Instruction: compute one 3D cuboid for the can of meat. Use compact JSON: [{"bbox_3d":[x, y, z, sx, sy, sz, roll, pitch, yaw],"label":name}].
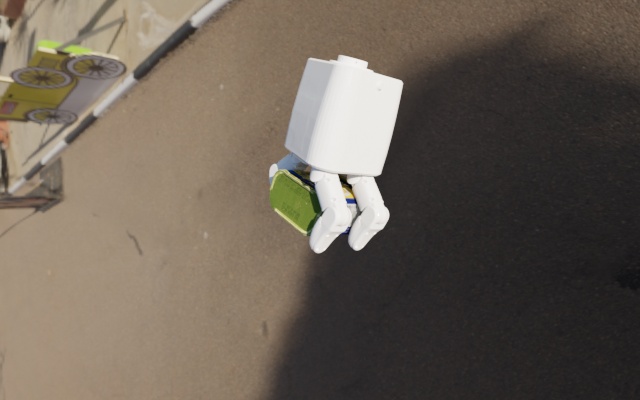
[{"bbox_3d":[0.000,0.002,0.559,0.084,0.057,0.102,2,23,-41],"label":"can of meat"}]
